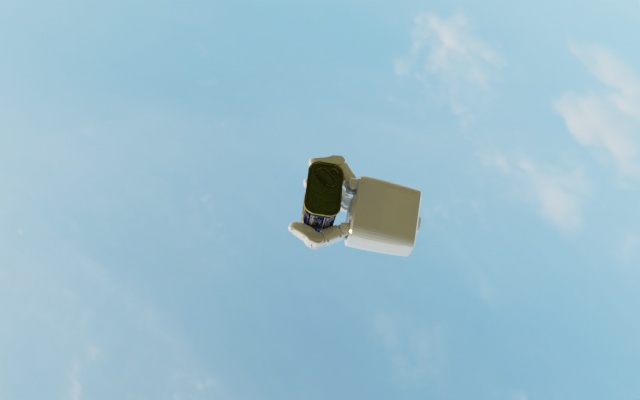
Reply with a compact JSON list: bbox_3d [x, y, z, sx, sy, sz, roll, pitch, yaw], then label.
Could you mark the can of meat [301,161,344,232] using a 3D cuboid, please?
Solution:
[{"bbox_3d":[0.000,0.003,0.776,0.057,0.102,0.084,9,-34,-4],"label":"can of meat"}]
